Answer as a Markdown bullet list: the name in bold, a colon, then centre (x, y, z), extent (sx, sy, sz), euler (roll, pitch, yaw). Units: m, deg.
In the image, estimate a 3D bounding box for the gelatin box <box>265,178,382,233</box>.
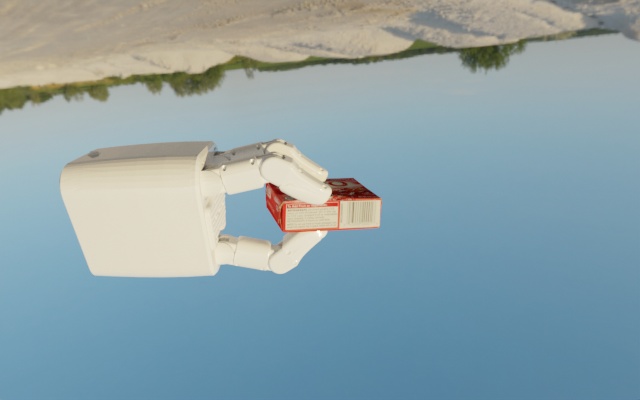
- **gelatin box**: centre (0.000, 0.002, 0.426), extent (0.089, 0.030, 0.073), euler (-2, 17, -16)
